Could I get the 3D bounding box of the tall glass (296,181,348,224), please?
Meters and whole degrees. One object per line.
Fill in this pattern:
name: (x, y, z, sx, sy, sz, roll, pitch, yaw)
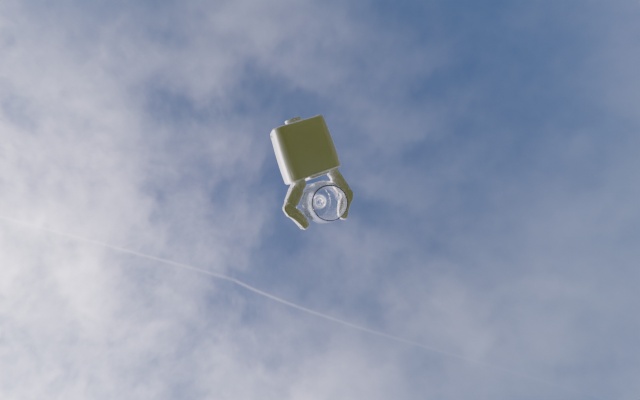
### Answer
tall glass: (0.000, 0.003, 0.897, 0.079, 0.079, 0.201, 0, 1, -9)
